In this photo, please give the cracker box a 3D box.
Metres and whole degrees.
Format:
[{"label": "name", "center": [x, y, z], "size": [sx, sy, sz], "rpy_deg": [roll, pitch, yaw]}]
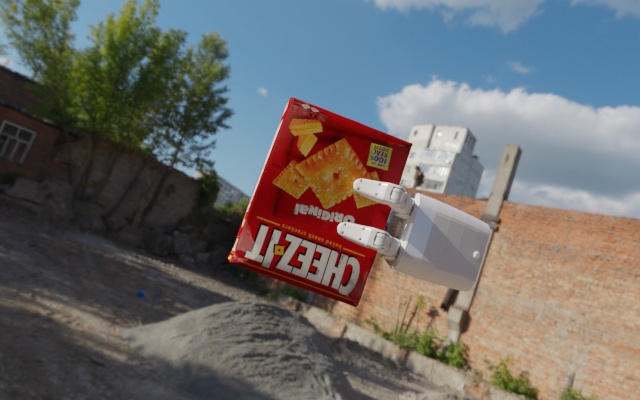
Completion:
[{"label": "cracker box", "center": [0.000, 0.002, 0.591], "size": [0.164, 0.213, 0.072], "rpy_deg": [21, -8, -8]}]
